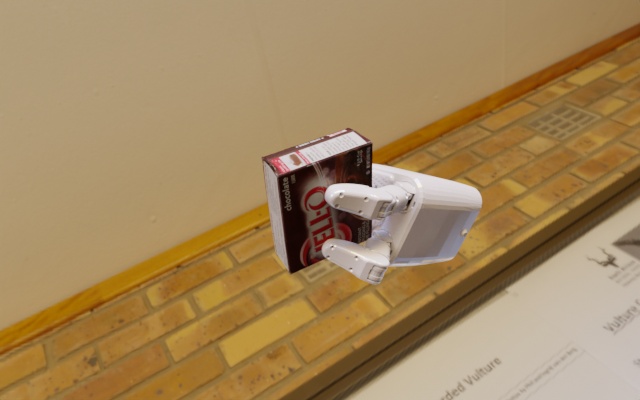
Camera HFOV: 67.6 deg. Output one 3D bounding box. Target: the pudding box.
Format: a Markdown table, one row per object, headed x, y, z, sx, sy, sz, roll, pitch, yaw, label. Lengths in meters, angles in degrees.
| x | y | z | sx | sy | sz | roll | pitch | yaw | label |
| --- | --- | --- | --- | --- | --- | --- | --- | --- | --- |
| 0.000 | 0.001 | 0.425 | 0.090 | 0.114 | 0.039 | -22 | 39 | -22 | pudding box |
